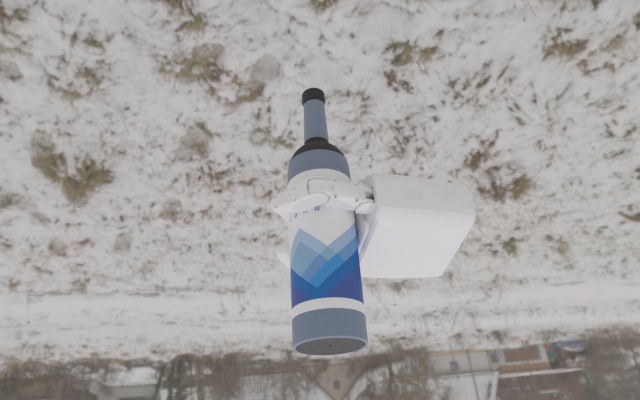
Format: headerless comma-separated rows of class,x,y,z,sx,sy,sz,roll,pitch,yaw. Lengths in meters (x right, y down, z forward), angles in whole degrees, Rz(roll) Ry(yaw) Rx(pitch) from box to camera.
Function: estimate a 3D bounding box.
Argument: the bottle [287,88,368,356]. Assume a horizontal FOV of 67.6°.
bottle,0.000,0.002,0.492,0.069,0.295,0.069,-3,-30,-2
